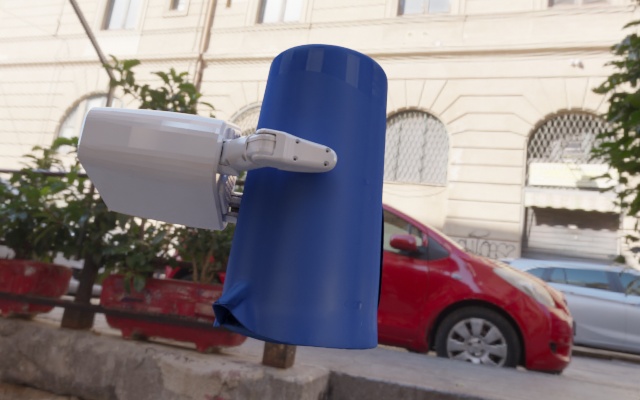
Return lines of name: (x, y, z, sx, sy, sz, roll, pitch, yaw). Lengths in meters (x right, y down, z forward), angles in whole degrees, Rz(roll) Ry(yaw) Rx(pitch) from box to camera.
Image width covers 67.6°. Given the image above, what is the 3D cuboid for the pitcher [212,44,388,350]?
pitcher: (0.000, 0.001, 0.418, 0.145, 0.242, 0.149, 8, -11, -2)
